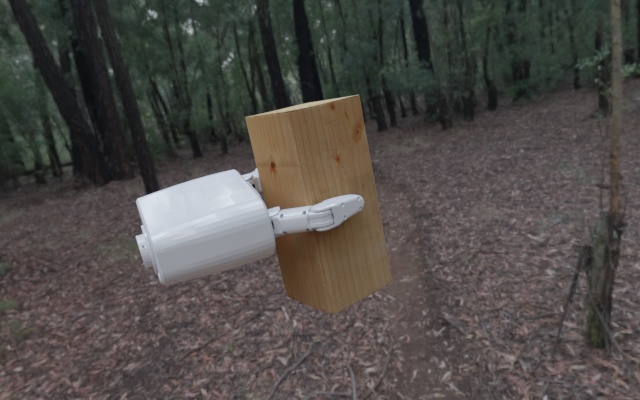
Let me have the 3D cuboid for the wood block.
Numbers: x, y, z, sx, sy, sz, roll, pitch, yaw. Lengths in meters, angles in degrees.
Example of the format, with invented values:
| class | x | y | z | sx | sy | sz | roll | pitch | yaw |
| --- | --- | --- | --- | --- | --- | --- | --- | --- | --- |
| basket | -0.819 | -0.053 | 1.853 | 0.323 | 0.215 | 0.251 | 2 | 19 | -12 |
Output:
| class | x | y | z | sx | sy | sz | roll | pitch | yaw |
| --- | --- | --- | --- | --- | --- | --- | --- | --- | --- |
| wood block | 0.000 | 0.002 | 0.512 | 0.090 | 0.206 | 0.091 | -21 | 16 | -34 |
